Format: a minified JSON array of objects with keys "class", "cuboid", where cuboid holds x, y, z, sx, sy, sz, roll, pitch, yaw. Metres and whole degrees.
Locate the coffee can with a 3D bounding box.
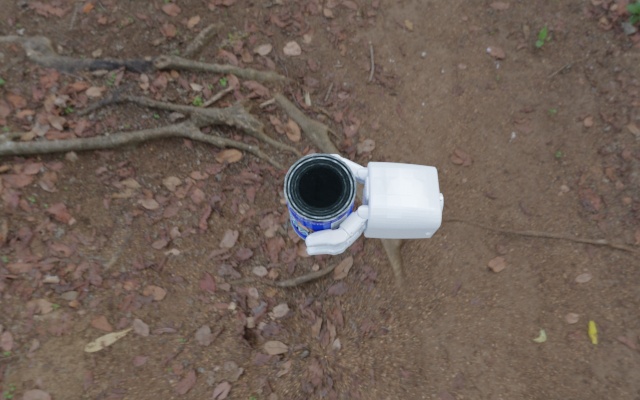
[{"class":"coffee can","cuboid":[0.000,0.002,0.731,0.103,0.102,0.140,0,-18,1]}]
